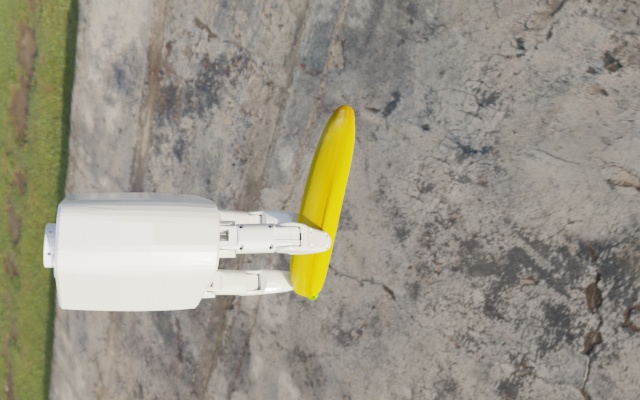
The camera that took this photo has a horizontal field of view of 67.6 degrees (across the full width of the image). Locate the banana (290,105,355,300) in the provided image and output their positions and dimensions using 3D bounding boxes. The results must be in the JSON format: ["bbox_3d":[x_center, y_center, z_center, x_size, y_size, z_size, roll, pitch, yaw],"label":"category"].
[{"bbox_3d":[0.000,0.008,0.442,0.037,0.198,0.069,12,9,-2],"label":"banana"}]
